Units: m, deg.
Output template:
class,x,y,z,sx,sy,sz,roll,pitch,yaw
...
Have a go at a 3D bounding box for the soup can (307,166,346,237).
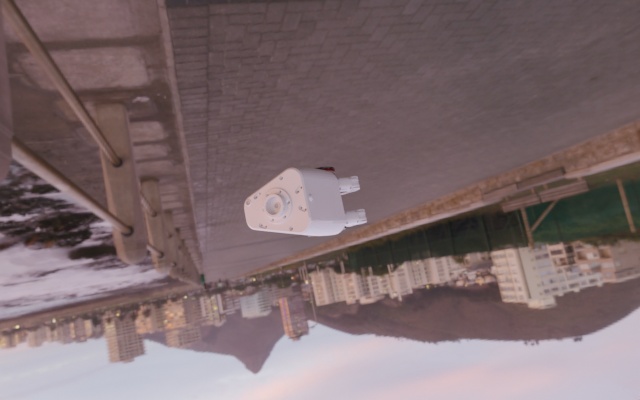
class,x,y,z,sx,sy,sz,roll,pitch,yaw
soup can,0.000,0.003,0.778,0.068,0.102,0.068,-11,-8,-2
